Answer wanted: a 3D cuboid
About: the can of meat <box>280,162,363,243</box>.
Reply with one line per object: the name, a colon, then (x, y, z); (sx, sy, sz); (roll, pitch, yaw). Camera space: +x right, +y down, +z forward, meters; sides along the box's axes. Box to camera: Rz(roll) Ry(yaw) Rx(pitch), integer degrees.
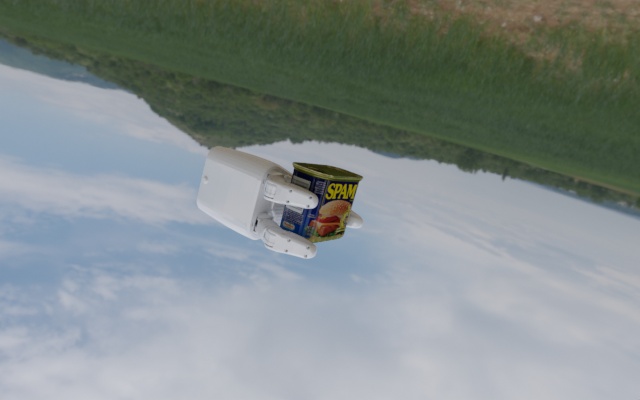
can of meat: (0.000, 0.002, 0.586); (0.057, 0.084, 0.102); (22, 12, 30)
